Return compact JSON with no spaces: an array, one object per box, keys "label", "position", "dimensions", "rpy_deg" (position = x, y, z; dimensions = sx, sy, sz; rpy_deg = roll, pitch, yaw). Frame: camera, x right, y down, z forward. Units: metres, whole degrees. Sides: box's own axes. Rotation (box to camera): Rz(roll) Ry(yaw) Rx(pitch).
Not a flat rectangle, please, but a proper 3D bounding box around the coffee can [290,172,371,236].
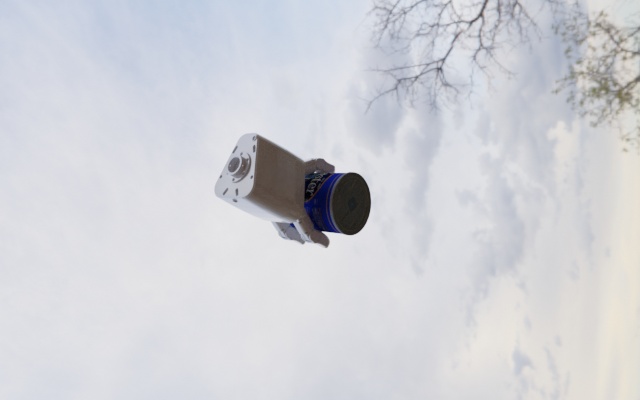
[{"label":"coffee can","position":[0.000,0.003,0.813],"dimensions":[0.140,0.103,0.103],"rpy_deg":[3,2,41]}]
